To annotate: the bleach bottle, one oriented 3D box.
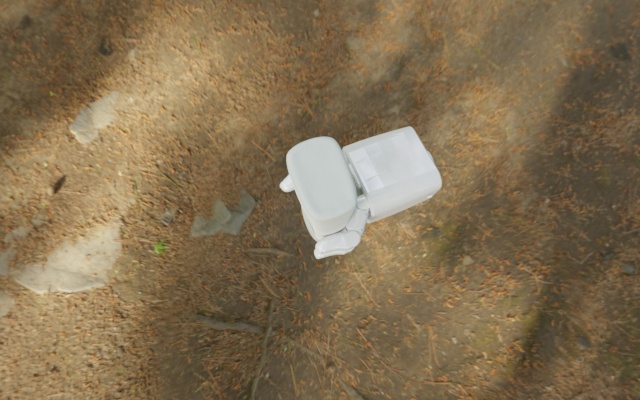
[{"bbox_3d":[0.000,0.002,0.666,0.068,0.102,0.251,-20,-11,-6],"label":"bleach bottle"}]
